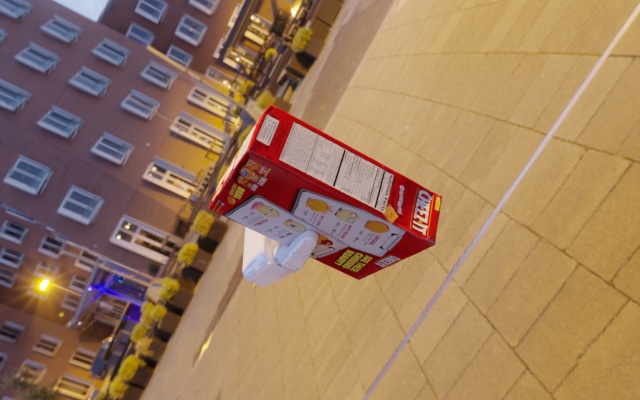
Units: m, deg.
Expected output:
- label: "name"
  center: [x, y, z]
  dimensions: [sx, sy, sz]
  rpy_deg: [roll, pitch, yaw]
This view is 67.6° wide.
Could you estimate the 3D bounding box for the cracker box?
- label: "cracker box"
  center: [0.000, 0.002, 0.539]
  dimensions: [0.214, 0.072, 0.164]
  rpy_deg: [26, -30, -14]
